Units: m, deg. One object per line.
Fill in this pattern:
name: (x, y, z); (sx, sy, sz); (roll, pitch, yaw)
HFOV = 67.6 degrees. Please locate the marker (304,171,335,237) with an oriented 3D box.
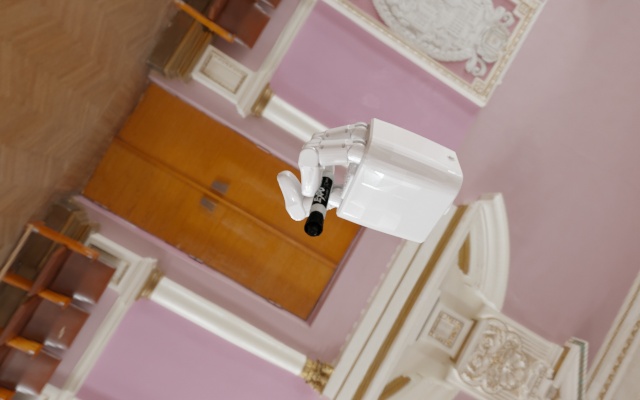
marker: (0.000, 0.002, 0.510); (0.020, 0.020, 0.121); (0, 28, 8)
